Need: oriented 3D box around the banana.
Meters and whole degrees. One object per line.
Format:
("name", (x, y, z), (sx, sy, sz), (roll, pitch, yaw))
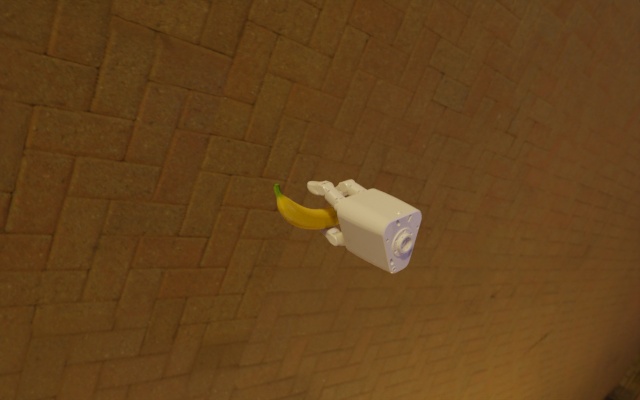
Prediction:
("banana", (-0.007, 0.020, 0.877), (0.198, 0.069, 0.037), (12, 5, -42))
